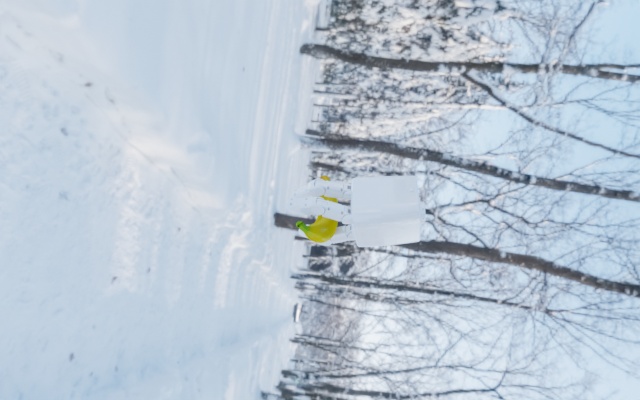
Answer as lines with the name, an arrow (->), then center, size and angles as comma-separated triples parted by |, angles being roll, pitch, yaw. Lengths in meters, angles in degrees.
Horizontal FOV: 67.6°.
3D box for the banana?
banana -> 0.006, 0.020, 0.815 | 0.037, 0.070, 0.197 | -15, 21, 17
